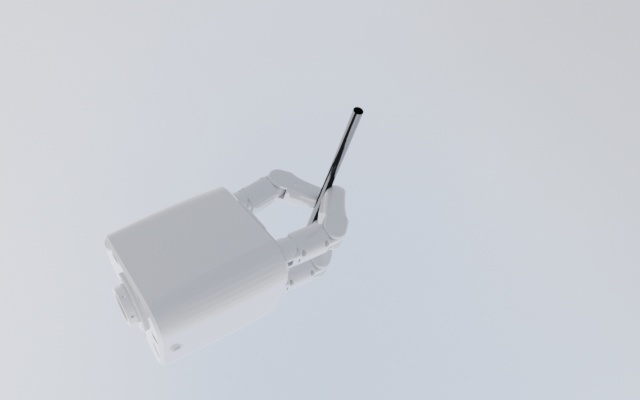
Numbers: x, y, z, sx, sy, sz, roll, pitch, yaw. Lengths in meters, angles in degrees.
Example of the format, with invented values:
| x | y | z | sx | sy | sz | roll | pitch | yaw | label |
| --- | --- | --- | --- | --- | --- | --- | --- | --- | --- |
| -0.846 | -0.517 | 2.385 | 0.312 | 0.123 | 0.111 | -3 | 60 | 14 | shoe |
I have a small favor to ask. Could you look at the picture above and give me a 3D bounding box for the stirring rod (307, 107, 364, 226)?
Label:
| x | y | z | sx | sy | sz | roll | pitch | yaw | label |
| --- | --- | --- | --- | --- | --- | --- | --- | --- | --- |
| 0.000 | 0.001 | 0.448 | 0.011 | 0.011 | 0.240 | 0 | -34 | -16 | stirring rod |
